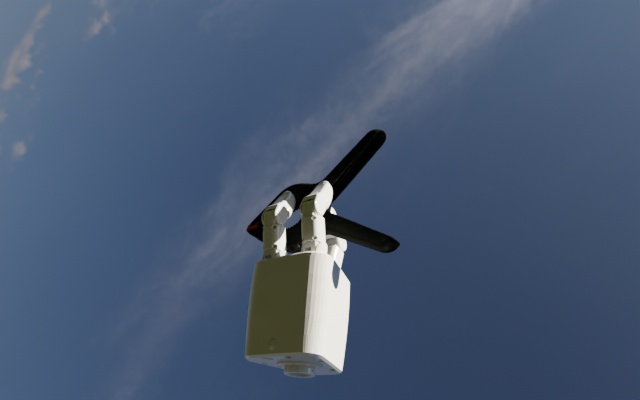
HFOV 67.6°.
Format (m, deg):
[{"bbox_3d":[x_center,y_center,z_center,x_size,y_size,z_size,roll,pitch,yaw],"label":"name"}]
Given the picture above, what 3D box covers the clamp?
[{"bbox_3d":[0.000,0.003,0.590,0.210,0.164,0.036,-14,-36,30],"label":"clamp"}]
